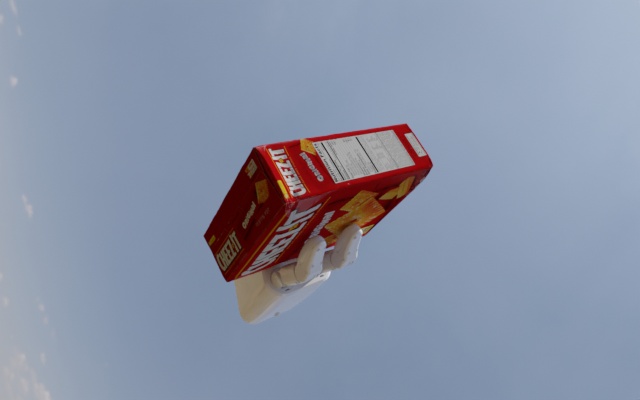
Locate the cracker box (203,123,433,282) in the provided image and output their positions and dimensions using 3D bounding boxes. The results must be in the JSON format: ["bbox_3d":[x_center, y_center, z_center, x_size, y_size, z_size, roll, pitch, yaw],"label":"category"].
[{"bbox_3d":[0.000,0.002,0.531,0.213,0.072,0.164,-15,-24,-39],"label":"cracker box"}]
